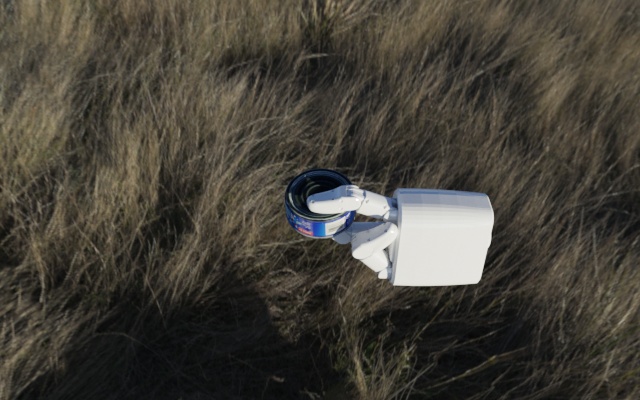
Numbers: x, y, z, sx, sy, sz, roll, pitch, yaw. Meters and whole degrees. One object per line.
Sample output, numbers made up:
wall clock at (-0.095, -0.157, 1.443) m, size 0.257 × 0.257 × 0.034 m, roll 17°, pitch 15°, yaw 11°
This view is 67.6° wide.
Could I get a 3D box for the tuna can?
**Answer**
tuna can at (0.000, 0.001, 0.570) m, size 0.086 × 0.086 × 0.034 m, roll 0°, pitch -41°, yaw 2°
